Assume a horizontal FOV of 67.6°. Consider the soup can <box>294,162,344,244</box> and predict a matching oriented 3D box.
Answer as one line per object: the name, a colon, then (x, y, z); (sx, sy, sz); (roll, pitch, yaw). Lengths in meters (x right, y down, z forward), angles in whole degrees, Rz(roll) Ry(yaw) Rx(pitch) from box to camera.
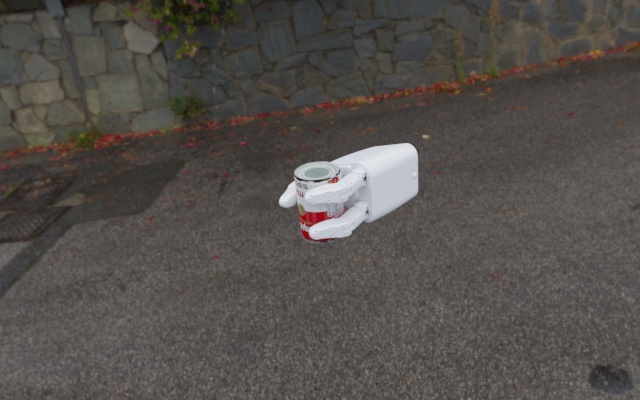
soup can: (0.000, 0.002, 0.698); (0.068, 0.102, 0.068); (-5, 27, 2)
